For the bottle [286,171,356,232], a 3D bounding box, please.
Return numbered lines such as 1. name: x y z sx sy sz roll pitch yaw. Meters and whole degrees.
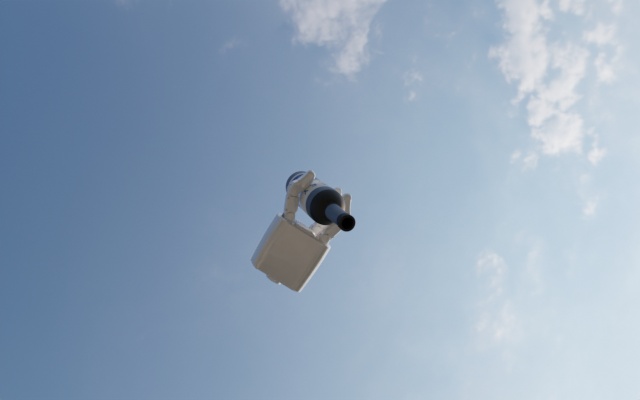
1. bottle: 0.000 0.003 0.873 0.069 0.069 0.295 0 13 -17
